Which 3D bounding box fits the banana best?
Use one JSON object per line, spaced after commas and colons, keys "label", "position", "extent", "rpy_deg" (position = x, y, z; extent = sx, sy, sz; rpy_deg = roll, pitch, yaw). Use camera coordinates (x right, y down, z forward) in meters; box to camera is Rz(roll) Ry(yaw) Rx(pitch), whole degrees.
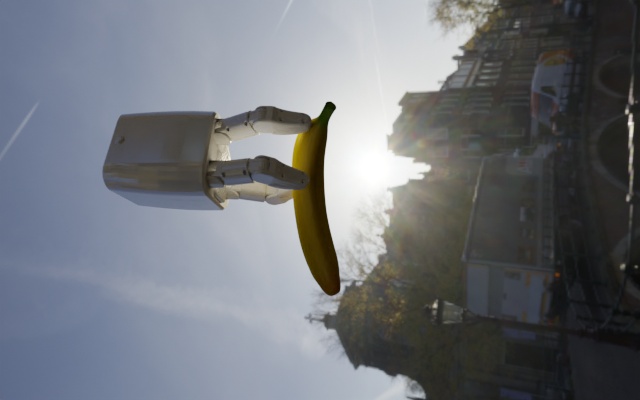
{"label": "banana", "position": [-0.006, 0.000, 0.507], "extent": [0.037, 0.198, 0.069], "rpy_deg": [-2, -4, -20]}
